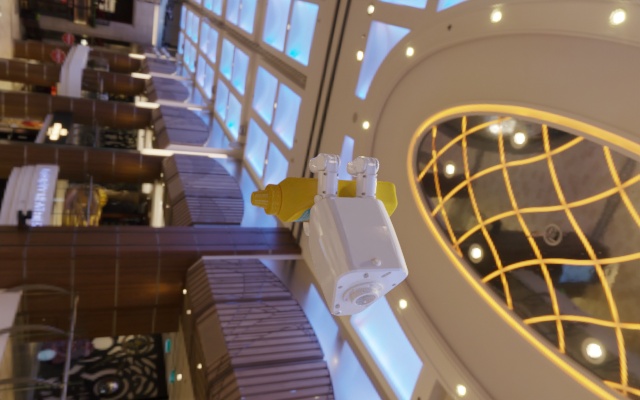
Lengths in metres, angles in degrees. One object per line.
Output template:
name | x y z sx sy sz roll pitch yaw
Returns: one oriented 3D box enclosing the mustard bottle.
mustard bottle | 0.000 0.002 0.648 0.191 0.058 0.096 2 -17 -24
